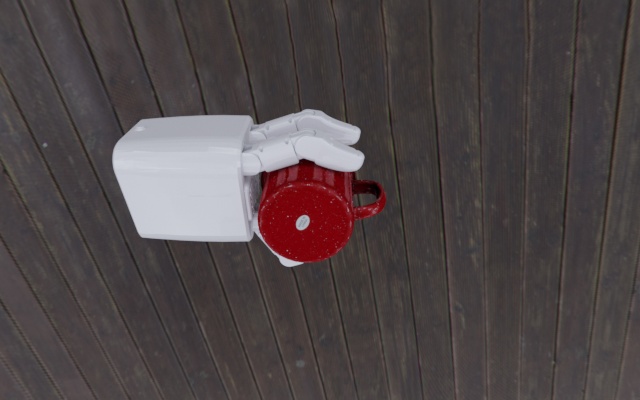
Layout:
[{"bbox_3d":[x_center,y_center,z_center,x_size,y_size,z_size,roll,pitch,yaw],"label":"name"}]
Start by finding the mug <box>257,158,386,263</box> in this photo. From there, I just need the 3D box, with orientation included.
[{"bbox_3d":[0.002,0.002,0.428,0.117,0.093,0.081,-1,29,1],"label":"mug"}]
